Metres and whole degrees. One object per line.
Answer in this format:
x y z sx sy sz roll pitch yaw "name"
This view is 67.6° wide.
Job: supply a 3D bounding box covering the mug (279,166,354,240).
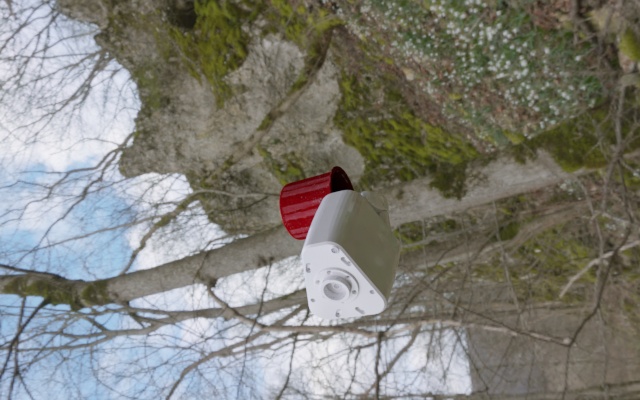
0.000 0.001 0.662 0.081 0.093 0.117 -14 23 23 "mug"
